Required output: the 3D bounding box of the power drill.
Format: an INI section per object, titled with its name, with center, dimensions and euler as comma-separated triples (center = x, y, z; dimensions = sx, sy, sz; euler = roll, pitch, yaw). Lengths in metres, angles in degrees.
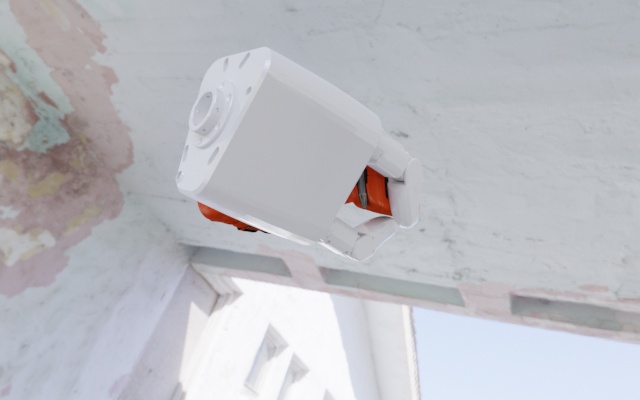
[power drill]
center = 0.000, 0.001, 0.487
dimensions = 0.187, 0.057, 0.184
euler = -10, -12, 29
